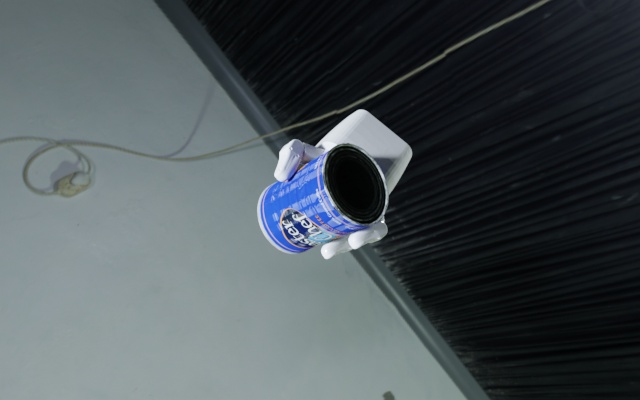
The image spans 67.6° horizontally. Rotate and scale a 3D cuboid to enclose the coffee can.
[{"bbox_3d":[0.000,0.002,0.604,0.103,0.102,0.140,0,-18,-41],"label":"coffee can"}]
